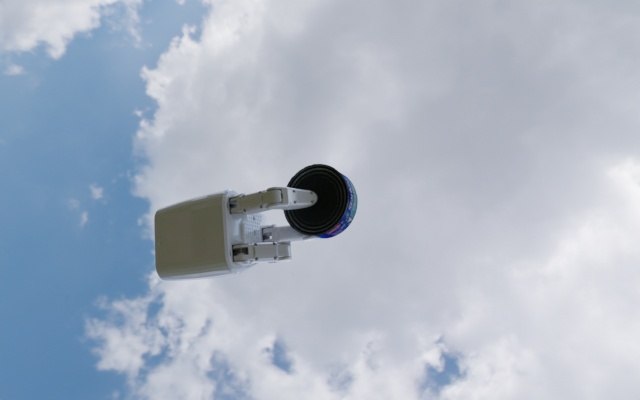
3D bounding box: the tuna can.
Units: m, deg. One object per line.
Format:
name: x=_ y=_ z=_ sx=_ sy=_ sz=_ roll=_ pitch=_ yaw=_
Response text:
tuna can: x=0.000 y=0.002 z=0.568 sx=0.086 sy=0.086 sz=0.034 roll=0 pitch=-12 yaw=27
